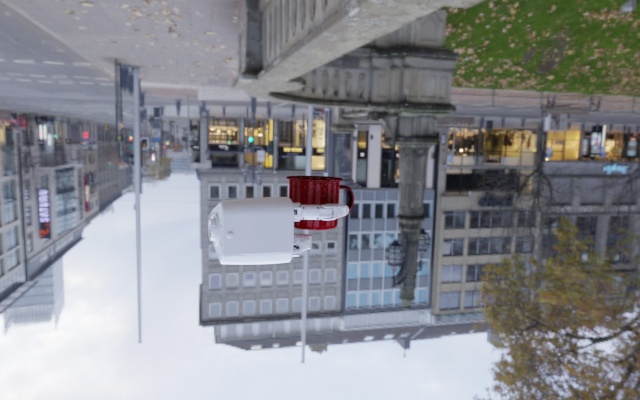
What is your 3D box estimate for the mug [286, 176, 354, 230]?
[{"bbox_3d":[0.001,0.003,0.790,0.117,0.081,0.093,-1,7,-22],"label":"mug"}]
